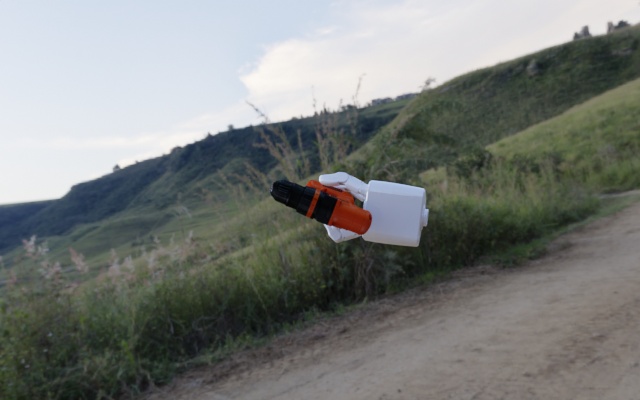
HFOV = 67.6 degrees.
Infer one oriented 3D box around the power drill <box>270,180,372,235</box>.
[{"bbox_3d":[0.000,0.003,0.893,0.184,0.057,0.187,23,8,-3],"label":"power drill"}]
